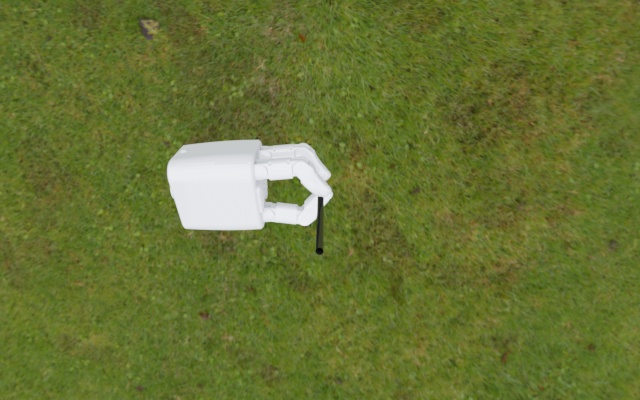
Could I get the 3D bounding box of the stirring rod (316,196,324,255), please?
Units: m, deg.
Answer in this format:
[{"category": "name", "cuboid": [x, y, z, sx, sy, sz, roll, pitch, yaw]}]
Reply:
[{"category": "stirring rod", "cuboid": [0.000, 0.002, 0.585, 0.011, 0.011, 0.239, 0, 24, 0]}]
